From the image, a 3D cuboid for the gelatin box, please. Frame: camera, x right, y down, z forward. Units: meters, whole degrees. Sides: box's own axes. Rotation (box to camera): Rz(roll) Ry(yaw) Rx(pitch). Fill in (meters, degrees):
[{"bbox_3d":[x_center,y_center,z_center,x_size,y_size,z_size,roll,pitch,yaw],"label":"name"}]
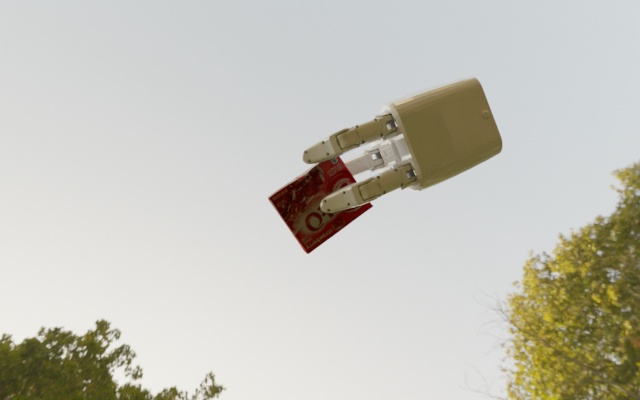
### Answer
[{"bbox_3d":[0.000,0.002,0.512,0.089,0.073,0.030,-35,7,-7],"label":"gelatin box"}]
